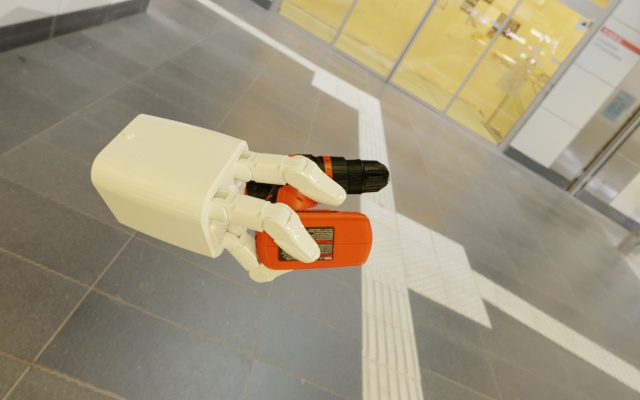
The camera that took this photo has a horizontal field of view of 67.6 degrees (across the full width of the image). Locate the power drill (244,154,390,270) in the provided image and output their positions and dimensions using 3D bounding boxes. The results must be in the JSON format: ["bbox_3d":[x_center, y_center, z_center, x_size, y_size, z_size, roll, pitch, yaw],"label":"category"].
[{"bbox_3d":[0.000,0.002,0.509,0.184,0.057,0.187,-3,23,-6],"label":"power drill"}]
